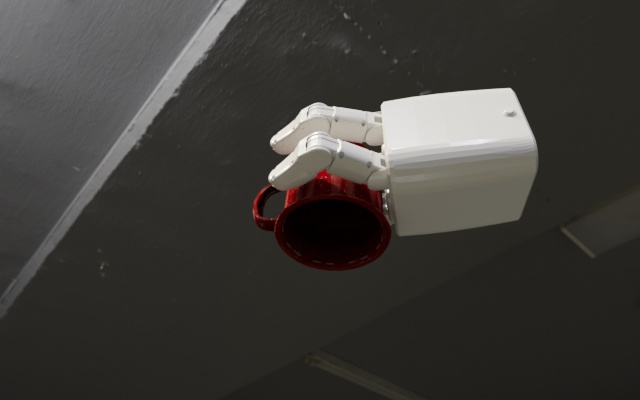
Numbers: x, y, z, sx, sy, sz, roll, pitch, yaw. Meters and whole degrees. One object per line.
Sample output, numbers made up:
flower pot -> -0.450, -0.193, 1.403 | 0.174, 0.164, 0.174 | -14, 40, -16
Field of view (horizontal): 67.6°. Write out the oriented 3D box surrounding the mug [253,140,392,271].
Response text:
mug -> -0.001, 0.001, 0.411 | 0.117, 0.081, 0.093 | -6, -46, 10
